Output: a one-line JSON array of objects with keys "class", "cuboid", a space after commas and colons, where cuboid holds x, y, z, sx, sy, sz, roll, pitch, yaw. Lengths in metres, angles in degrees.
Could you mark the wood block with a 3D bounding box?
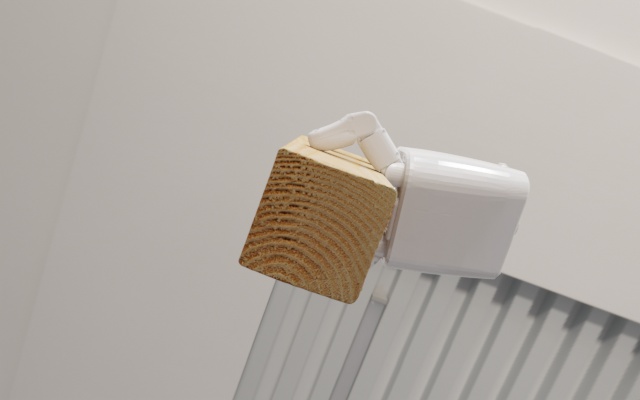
[{"class": "wood block", "cuboid": [0.000, 0.002, 0.429, 0.090, 0.091, 0.206, 20, 10, -2]}]
